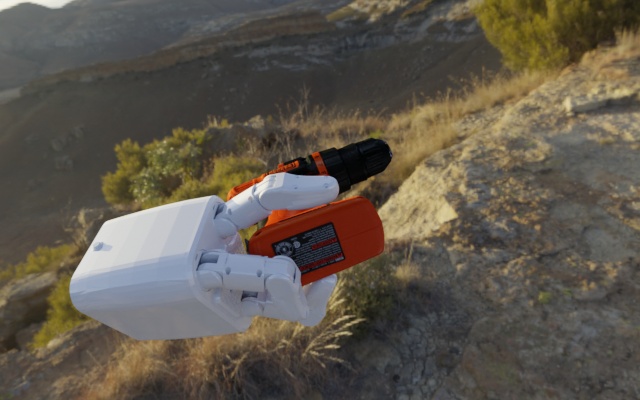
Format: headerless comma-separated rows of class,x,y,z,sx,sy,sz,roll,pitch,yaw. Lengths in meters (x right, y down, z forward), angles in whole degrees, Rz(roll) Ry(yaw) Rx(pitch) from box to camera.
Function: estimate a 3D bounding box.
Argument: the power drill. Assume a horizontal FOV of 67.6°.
power drill,0.000,0.002,0.451,0.184,0.057,0.187,-23,20,0
